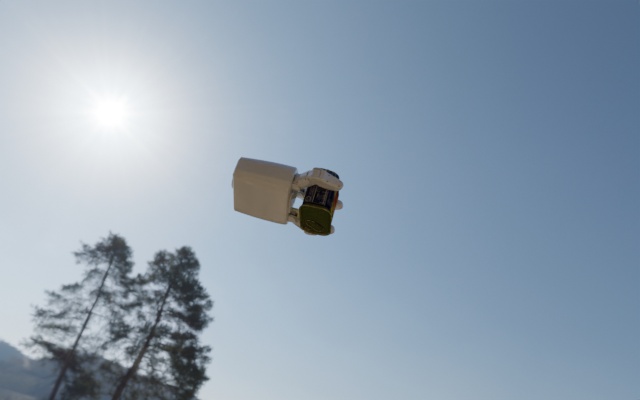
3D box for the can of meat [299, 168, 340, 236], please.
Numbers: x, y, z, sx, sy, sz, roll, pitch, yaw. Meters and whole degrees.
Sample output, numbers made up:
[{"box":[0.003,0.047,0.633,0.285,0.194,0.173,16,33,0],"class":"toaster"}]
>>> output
[{"box":[0.000,0.003,0.862,0.057,0.084,0.102,12,-30,7],"class":"can of meat"}]
